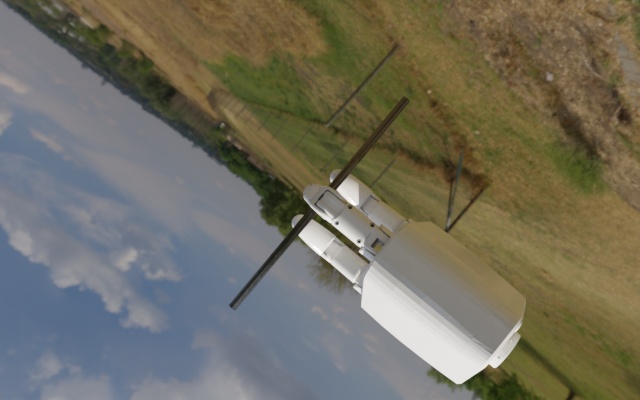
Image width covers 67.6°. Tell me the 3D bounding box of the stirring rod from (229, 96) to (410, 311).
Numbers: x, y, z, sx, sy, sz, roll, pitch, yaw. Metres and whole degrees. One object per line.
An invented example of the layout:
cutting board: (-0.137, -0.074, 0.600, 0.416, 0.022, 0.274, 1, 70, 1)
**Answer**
stirring rod: (0.000, 0.001, 0.423, 0.011, 0.239, 0.011, 40, -3, 2)
